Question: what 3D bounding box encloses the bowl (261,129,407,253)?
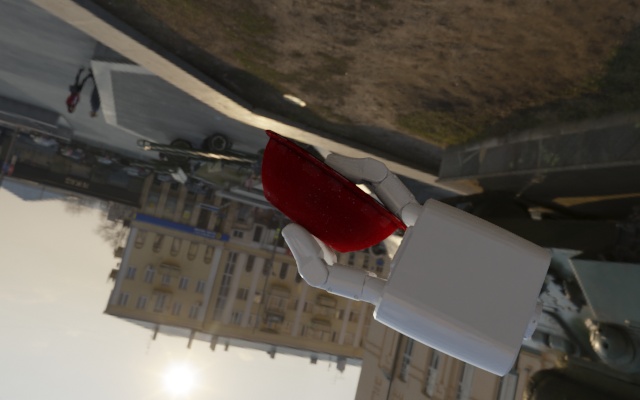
[{"bbox_3d":[-0.001,0.001,0.453,0.162,0.055,0.162,36,0,0],"label":"bowl"}]
